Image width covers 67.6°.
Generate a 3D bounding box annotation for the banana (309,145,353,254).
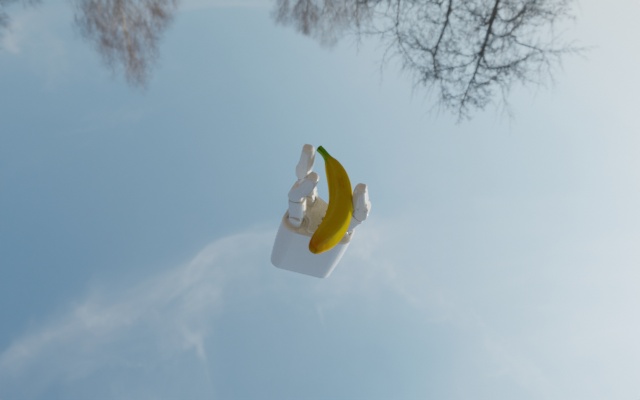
[{"bbox_3d":[0.017,0.006,0.696,0.069,0.197,0.037,20,-45,-19],"label":"banana"}]
